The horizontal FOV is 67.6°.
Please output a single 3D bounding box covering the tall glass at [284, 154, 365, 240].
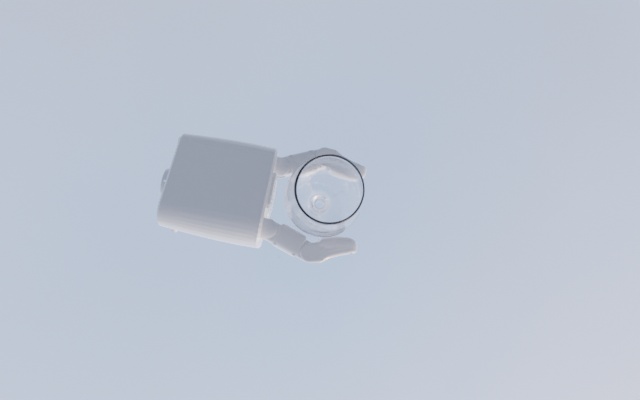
[{"bbox_3d":[0.000,0.002,0.510,0.079,0.079,0.201,0,-7,-5],"label":"tall glass"}]
